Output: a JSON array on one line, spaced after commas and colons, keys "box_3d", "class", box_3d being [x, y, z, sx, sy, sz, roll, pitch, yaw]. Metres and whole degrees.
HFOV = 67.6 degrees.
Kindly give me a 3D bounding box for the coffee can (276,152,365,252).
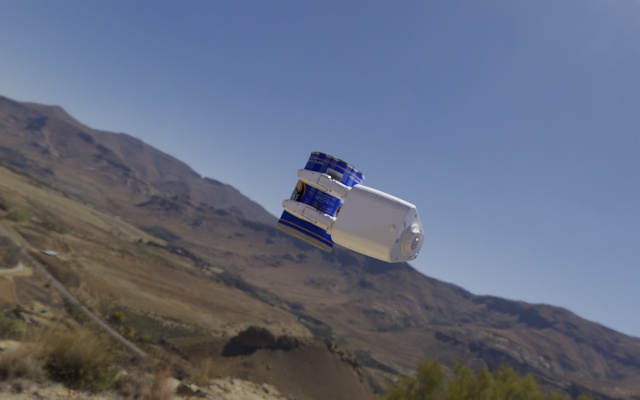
[{"box_3d": [0.000, 0.003, 0.810, 0.103, 0.140, 0.103, 25, -7, 3], "class": "coffee can"}]
